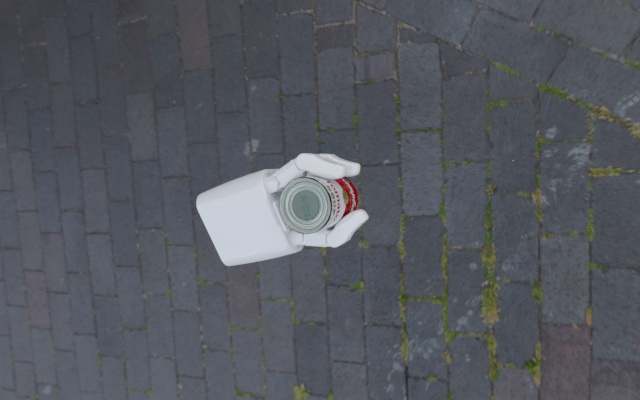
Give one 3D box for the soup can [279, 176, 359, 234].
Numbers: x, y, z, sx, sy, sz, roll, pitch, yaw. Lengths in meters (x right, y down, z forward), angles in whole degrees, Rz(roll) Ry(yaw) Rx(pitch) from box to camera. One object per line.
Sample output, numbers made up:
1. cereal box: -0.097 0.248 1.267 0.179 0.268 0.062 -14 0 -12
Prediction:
1. soup can: 0.000 0.002 0.589 0.068 0.068 0.102 0 4 22
